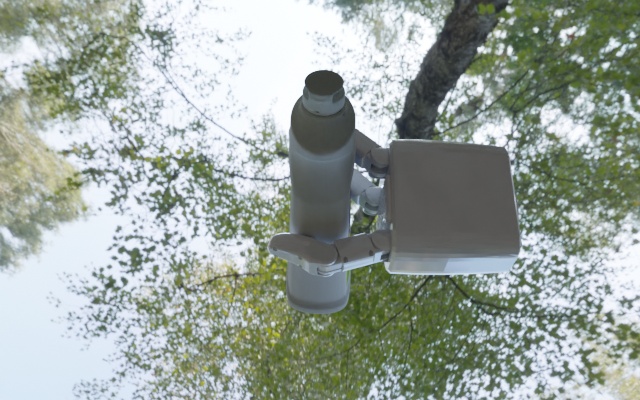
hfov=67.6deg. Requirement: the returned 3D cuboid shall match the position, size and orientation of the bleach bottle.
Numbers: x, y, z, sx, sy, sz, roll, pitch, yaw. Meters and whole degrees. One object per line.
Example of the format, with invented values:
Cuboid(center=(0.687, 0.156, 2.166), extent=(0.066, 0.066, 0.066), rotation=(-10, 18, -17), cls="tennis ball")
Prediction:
Cuboid(center=(0.000, 0.001, 0.427), extent=(0.068, 0.102, 0.251), rotation=(2, -38, 0), cls="bleach bottle")
